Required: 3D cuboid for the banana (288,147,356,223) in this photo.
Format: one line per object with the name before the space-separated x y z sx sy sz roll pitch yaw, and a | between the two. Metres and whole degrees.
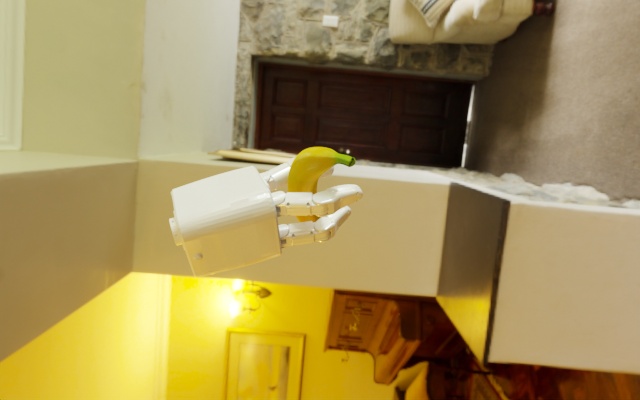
banana | -0.012 -0.012 0.598 0.037 0.069 0.198 -39 -14 -26
